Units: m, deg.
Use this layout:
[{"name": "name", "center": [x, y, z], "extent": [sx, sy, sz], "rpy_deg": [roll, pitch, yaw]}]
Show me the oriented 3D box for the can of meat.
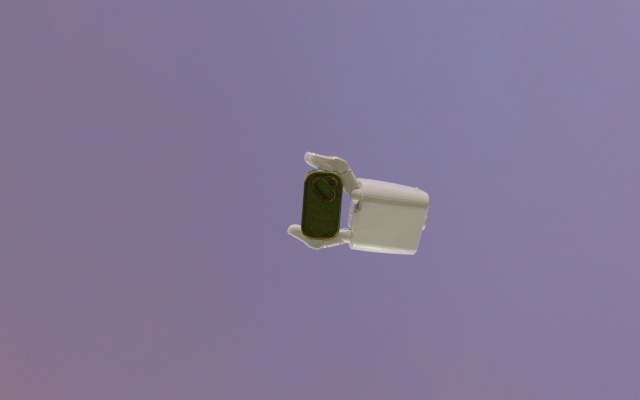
[{"name": "can of meat", "center": [0.000, 0.002, 0.736], "extent": [0.057, 0.102, 0.084], "rpy_deg": [4, 9, -3]}]
